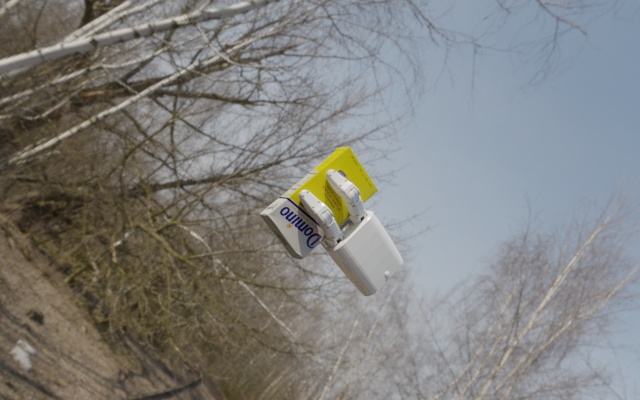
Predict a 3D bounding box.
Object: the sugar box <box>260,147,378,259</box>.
[{"bbox_3d":[0.001,0.003,0.760,0.176,0.093,0.048,-43,18,-20],"label":"sugar box"}]
